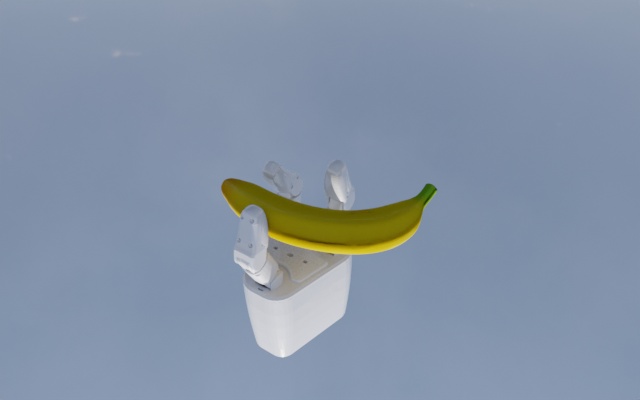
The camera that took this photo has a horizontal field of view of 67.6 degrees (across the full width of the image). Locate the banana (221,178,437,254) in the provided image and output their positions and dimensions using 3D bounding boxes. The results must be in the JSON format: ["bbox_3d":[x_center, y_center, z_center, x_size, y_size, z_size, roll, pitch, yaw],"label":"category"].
[{"bbox_3d":[0.001,0.014,0.421,0.198,0.037,0.069,3,44,8],"label":"banana"}]
